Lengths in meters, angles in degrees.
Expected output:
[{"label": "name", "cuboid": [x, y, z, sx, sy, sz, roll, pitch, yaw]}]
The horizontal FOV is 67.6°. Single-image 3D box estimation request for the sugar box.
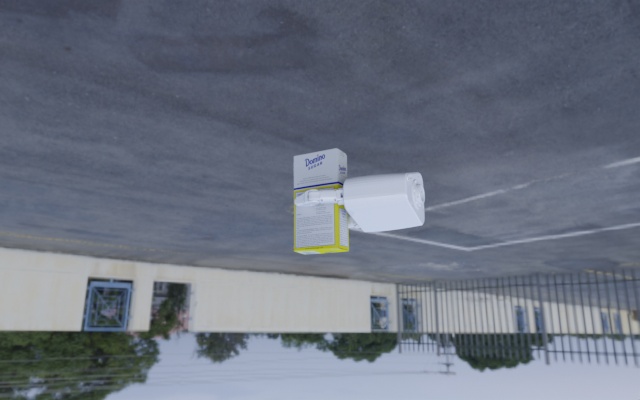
[{"label": "sugar box", "cuboid": [0.001, 0.003, 0.839, 0.093, 0.176, 0.048, -7, -17, 28]}]
